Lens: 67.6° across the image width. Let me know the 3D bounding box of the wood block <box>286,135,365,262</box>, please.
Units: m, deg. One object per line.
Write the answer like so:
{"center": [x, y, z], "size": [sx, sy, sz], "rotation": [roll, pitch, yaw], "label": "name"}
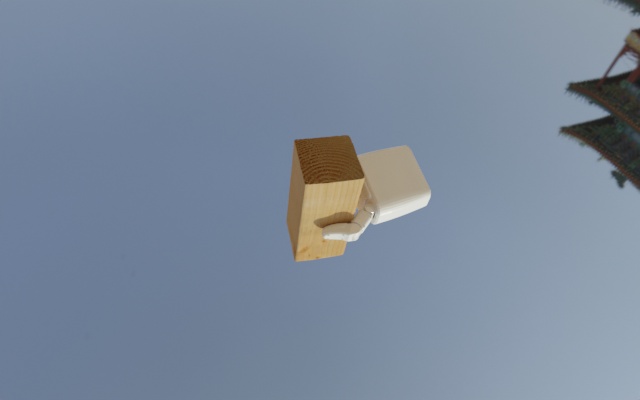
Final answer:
{"center": [0.001, 0.003, 0.770], "size": [0.090, 0.090, 0.206], "rotation": [-7, -37, -13], "label": "wood block"}
